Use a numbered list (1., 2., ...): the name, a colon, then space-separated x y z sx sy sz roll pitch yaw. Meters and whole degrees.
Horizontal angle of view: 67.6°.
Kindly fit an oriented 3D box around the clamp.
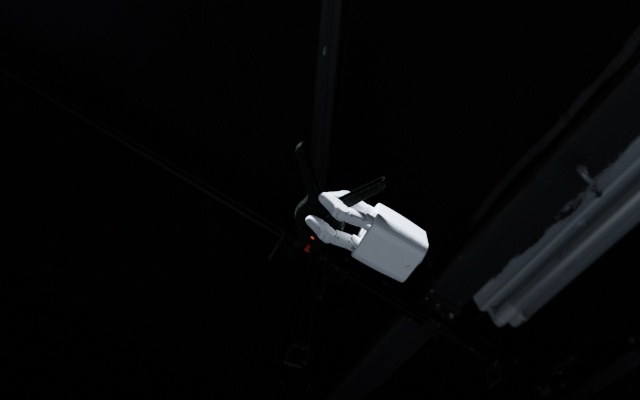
1. clamp: 0.000 0.003 0.858 0.164 0.210 0.036 30 33 2
